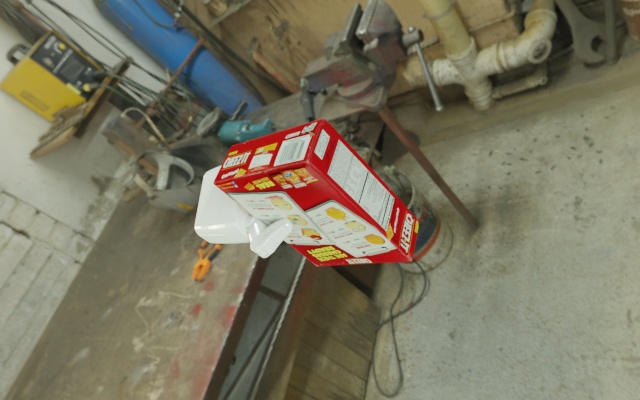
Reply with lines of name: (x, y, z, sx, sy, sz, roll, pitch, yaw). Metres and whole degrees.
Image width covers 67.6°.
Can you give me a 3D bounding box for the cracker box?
cracker box: (0.000, 0.002, 0.603, 0.164, 0.072, 0.214, -9, -39, 41)
